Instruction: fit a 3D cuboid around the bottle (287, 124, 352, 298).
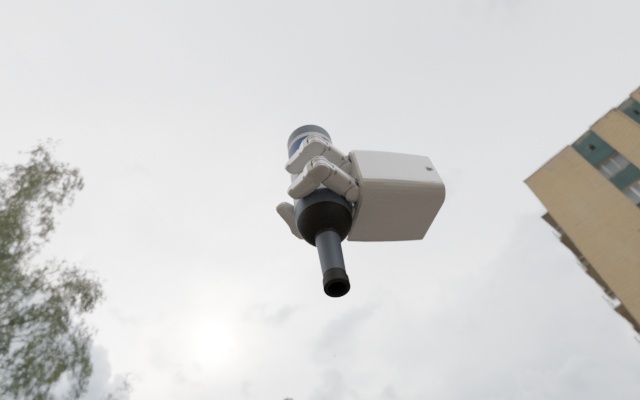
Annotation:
[{"bbox_3d":[0.000,0.002,0.588,0.069,0.069,0.295,0,35,-8],"label":"bottle"}]
